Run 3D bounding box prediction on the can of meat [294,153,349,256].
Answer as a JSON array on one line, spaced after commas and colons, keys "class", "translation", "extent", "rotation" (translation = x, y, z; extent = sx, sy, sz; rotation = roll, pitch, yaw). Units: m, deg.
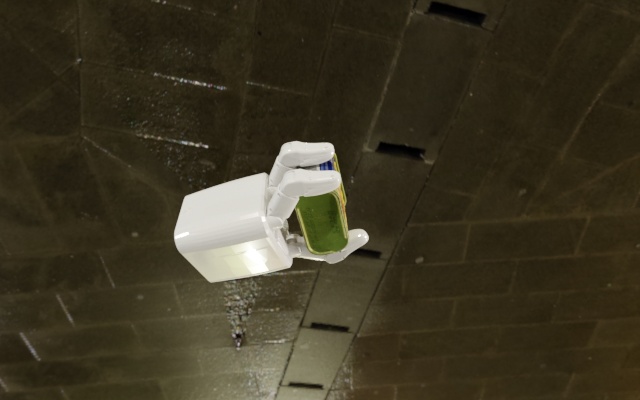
[{"class": "can of meat", "translation": [0.000, 0.002, 0.567], "extent": [0.057, 0.102, 0.084], "rotation": [-11, 37, 5]}]
